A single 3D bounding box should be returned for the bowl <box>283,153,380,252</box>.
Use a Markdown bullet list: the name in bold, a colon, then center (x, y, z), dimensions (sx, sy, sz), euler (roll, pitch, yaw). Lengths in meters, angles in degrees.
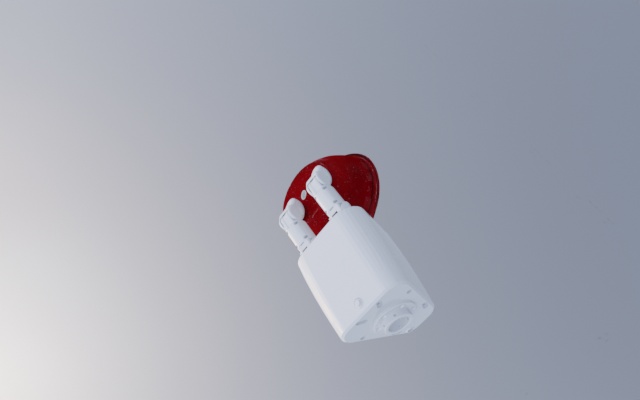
- **bowl**: center (-0.001, 0.001, 0.620), dimensions (0.055, 0.162, 0.162), euler (26, -15, -32)
